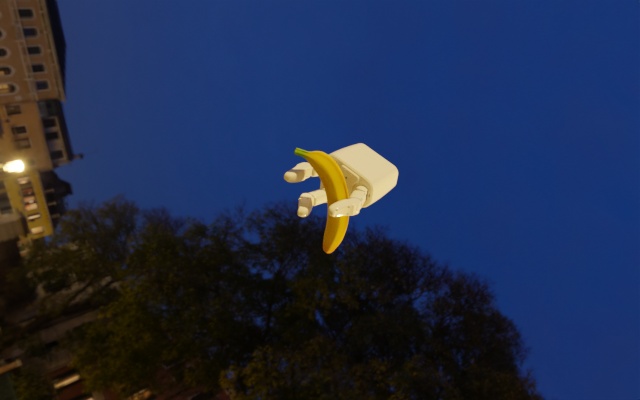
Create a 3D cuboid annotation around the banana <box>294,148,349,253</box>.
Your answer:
[{"bbox_3d":[0.016,-0.002,0.811,0.069,0.198,0.037,-7,19,26],"label":"banana"}]
